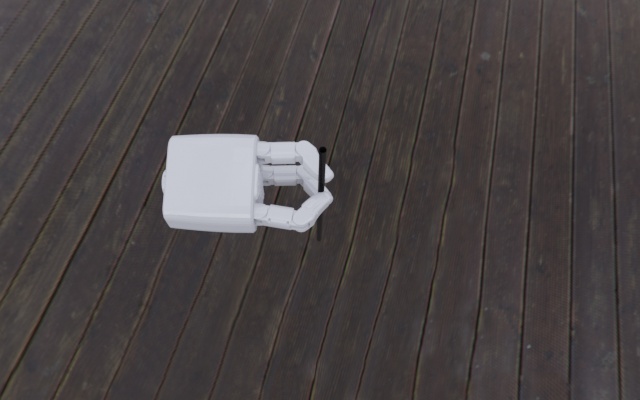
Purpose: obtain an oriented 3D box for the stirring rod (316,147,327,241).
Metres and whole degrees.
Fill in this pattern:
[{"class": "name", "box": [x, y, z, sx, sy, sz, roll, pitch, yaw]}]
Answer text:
[{"class": "stirring rod", "box": [0.000, 0.002, 0.609, 0.011, 0.011, 0.240, 0, -27, -1]}]
